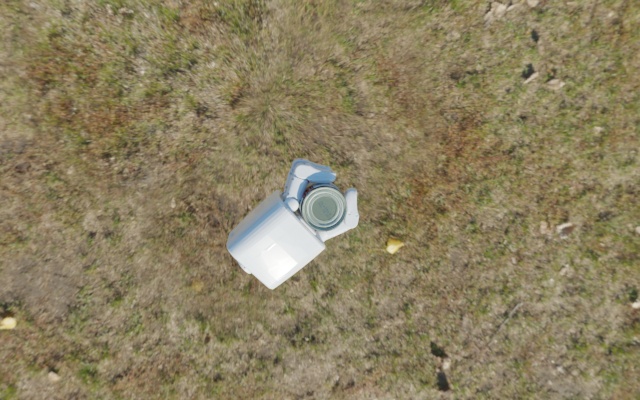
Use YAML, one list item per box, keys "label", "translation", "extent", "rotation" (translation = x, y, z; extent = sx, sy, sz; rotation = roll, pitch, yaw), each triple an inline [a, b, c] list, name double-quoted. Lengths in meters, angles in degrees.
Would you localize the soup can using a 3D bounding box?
- label: "soup can"
  translation: [0.001, 0.002, 0.715]
  extent: [0.068, 0.068, 0.102]
  rotation: [0, 11, -6]
